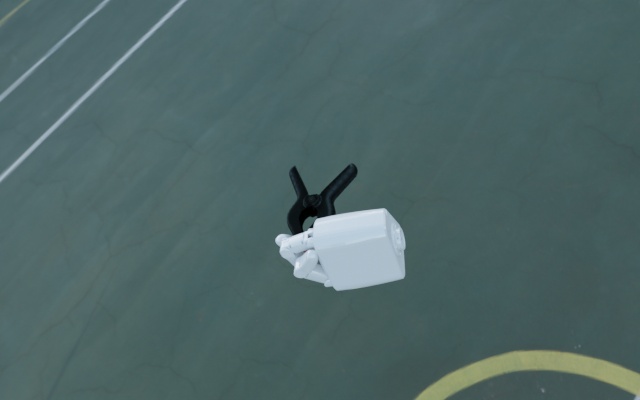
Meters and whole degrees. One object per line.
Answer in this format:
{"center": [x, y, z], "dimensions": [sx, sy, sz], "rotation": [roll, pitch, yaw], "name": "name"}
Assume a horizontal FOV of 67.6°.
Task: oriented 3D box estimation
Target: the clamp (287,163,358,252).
{"center": [0.000, 0.002, 0.771], "dimensions": [0.120, 0.171, 0.039], "rotation": [-11, -39, 19], "name": "clamp"}
